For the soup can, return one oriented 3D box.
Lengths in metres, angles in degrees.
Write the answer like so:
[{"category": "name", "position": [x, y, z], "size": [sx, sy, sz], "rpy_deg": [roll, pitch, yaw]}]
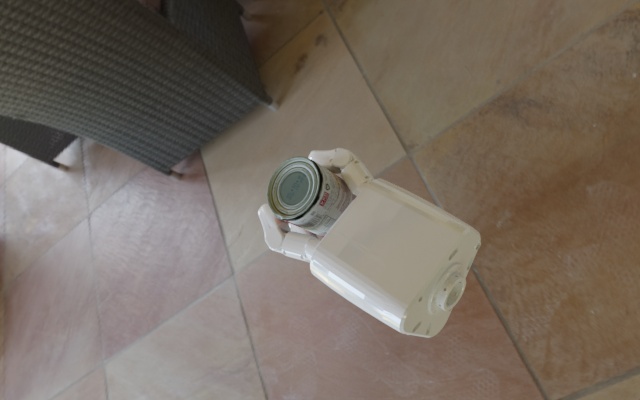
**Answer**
[{"category": "soup can", "position": [0.000, 0.001, 0.506], "size": [0.068, 0.068, 0.102], "rpy_deg": [0, -16, 35]}]
